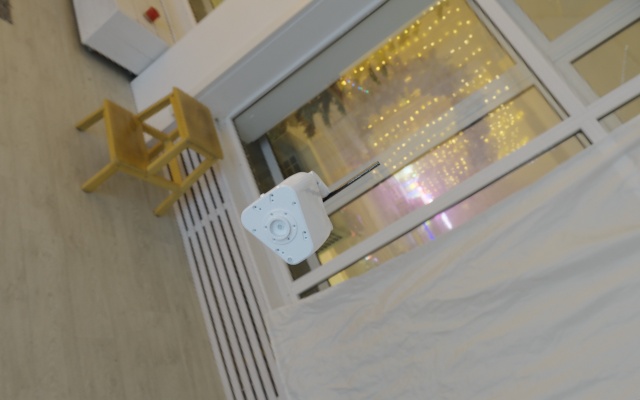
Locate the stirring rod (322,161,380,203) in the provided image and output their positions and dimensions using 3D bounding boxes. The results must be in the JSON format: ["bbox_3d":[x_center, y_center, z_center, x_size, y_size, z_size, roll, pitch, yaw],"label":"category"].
[{"bbox_3d":[0.000,0.003,0.817,0.239,0.011,0.011,-34,-11,17],"label":"stirring rod"}]
